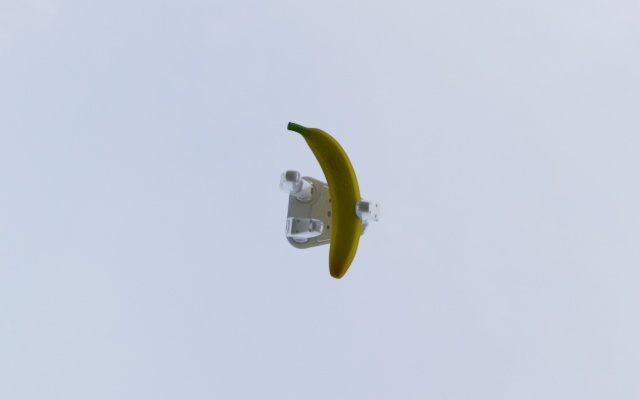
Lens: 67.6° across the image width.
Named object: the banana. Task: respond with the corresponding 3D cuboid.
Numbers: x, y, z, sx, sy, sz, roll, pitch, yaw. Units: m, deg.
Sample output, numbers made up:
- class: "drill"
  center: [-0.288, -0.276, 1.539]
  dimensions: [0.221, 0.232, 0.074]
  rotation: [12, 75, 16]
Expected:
- class: "banana"
  center: [0.017, -0.006, 0.586]
  dimensions: [0.069, 0.198, 0.037]
  rotation: [-16, -5, -12]
